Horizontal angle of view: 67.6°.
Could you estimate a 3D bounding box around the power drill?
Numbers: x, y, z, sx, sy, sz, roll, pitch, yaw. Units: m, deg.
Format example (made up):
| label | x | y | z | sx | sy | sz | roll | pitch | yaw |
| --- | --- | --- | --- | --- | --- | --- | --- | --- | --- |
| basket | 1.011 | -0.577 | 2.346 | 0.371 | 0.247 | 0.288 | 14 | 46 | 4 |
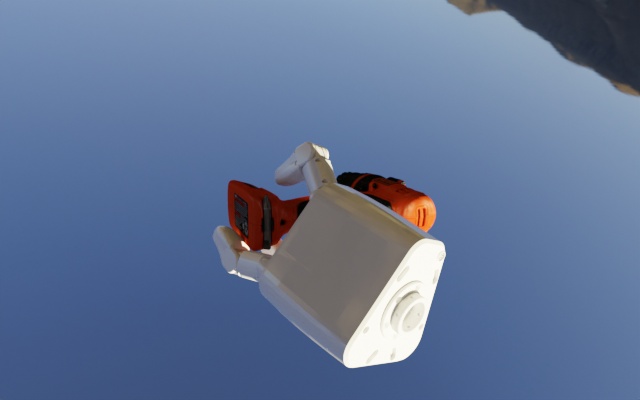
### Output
| label | x | y | z | sx | sy | sz | roll | pitch | yaw |
| --- | --- | --- | --- | --- | --- | --- | --- | --- | --- |
| power drill | 0.000 | 0.002 | 0.512 | 0.187 | 0.057 | 0.184 | -6 | 12 | -22 |
